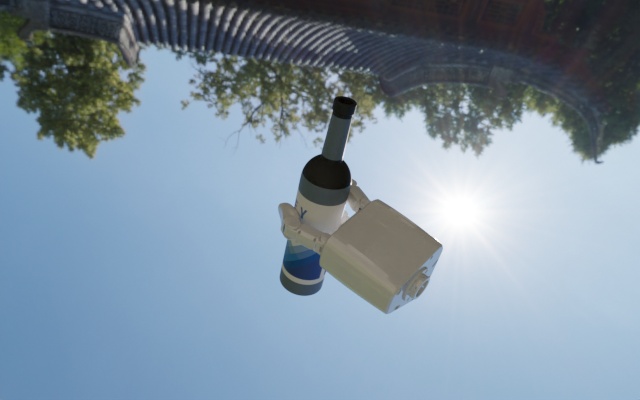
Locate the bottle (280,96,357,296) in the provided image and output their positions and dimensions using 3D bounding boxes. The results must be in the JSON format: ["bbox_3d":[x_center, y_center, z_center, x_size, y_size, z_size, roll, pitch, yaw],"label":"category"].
[{"bbox_3d":[0.000,0.002,0.637,0.069,0.296,0.069,9,35,-7],"label":"bottle"}]
